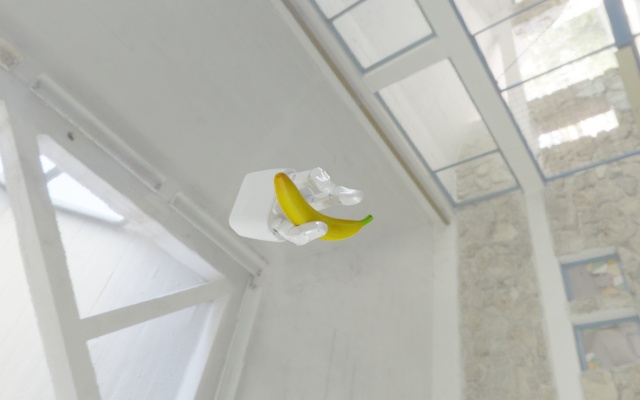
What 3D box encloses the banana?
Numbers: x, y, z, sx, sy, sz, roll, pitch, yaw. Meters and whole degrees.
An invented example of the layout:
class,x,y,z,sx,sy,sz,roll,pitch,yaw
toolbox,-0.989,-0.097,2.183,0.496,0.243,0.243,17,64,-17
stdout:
class,x,y,z,sx,sy,sz,roll,pitch,yaw
banana,-0.006,0.020,0.721,0.198,0.069,0.037,24,3,-39
